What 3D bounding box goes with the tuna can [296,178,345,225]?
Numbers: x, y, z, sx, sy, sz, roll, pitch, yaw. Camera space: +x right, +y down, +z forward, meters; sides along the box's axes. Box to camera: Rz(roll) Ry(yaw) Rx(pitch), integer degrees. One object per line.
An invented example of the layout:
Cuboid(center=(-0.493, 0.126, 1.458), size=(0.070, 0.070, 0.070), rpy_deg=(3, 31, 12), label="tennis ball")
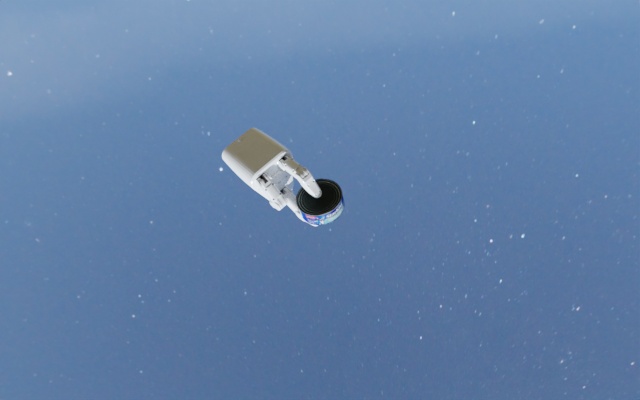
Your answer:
Cuboid(center=(0.000, 0.003, 0.871), size=(0.086, 0.086, 0.034), rpy_deg=(0, -38, 15), label="tuna can")
